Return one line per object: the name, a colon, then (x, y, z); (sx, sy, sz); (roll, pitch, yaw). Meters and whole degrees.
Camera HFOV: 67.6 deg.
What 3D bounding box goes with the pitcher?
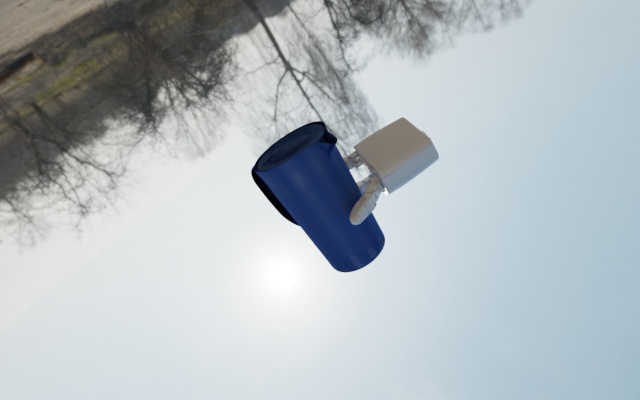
pitcher: (0.000, 0.003, 0.799); (0.145, 0.243, 0.149); (-35, 23, -4)
